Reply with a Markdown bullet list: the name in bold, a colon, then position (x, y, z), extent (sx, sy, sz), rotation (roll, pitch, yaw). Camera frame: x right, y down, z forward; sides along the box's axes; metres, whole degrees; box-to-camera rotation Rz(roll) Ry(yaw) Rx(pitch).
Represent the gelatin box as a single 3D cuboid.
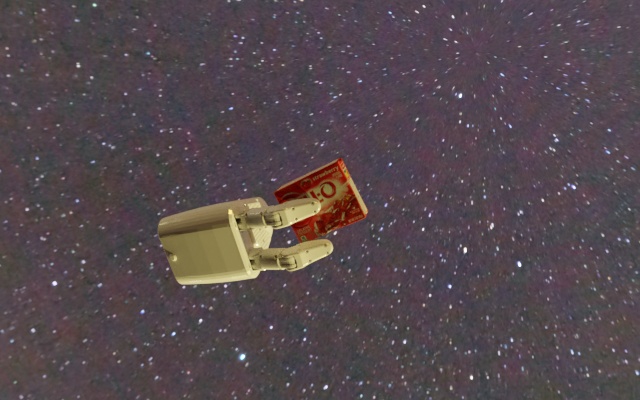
- **gelatin box**: position (0.000, 0.002, 0.562), extent (0.089, 0.073, 0.030), rotation (-24, 9, 17)
